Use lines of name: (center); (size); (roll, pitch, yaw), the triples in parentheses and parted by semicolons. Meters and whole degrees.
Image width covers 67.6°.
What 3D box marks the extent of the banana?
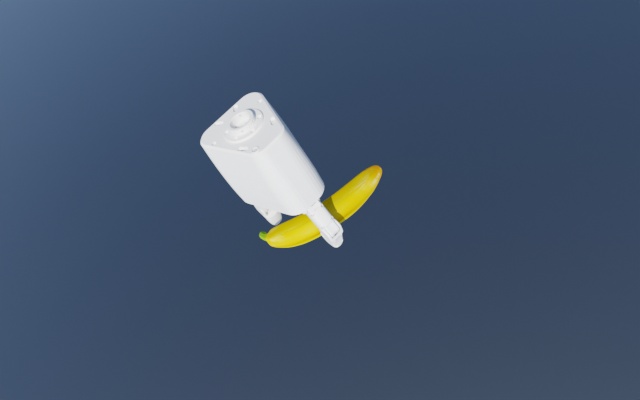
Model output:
banana: (0.001, 0.015, 0.645); (0.198, 0.037, 0.069); (-28, 39, 6)
